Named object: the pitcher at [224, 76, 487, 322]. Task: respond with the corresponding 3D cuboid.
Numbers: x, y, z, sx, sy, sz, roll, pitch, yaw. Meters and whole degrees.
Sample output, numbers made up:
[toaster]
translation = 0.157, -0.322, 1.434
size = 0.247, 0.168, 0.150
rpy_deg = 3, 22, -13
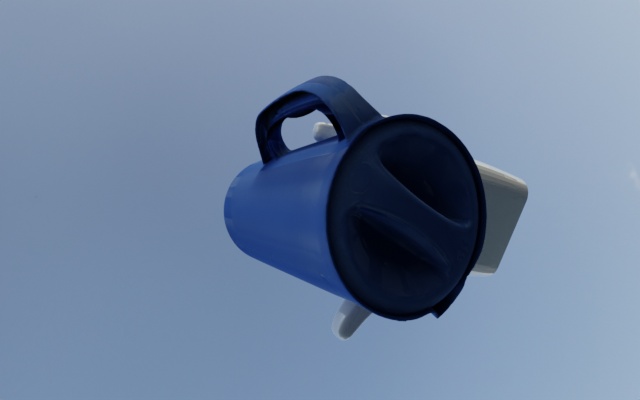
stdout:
[pitcher]
translation = 0.000, 0.001, 0.403
size = 0.145, 0.149, 0.243
rpy_deg = 12, -6, -29
